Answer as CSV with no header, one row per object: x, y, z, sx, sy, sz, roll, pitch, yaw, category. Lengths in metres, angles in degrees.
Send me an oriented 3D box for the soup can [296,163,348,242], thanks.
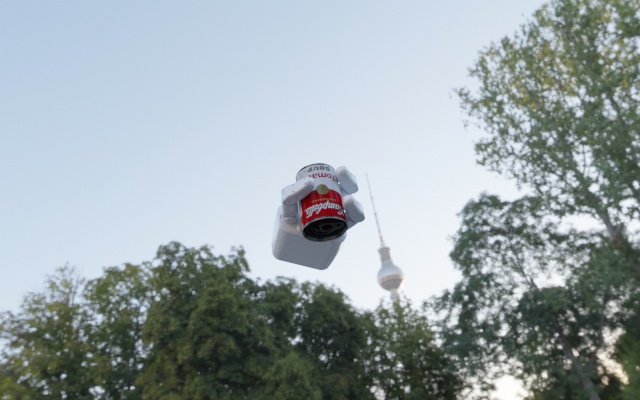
0.000,0.002,0.727,0.068,0.102,0.069,-7,-34,-4,soup can
